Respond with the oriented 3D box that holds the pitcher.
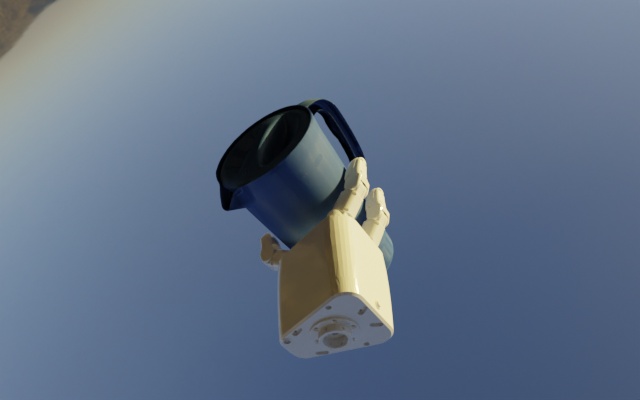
[{"bbox_3d":[0.000,0.002,0.607,0.149,0.243,0.145,-28,35,17],"label":"pitcher"}]
